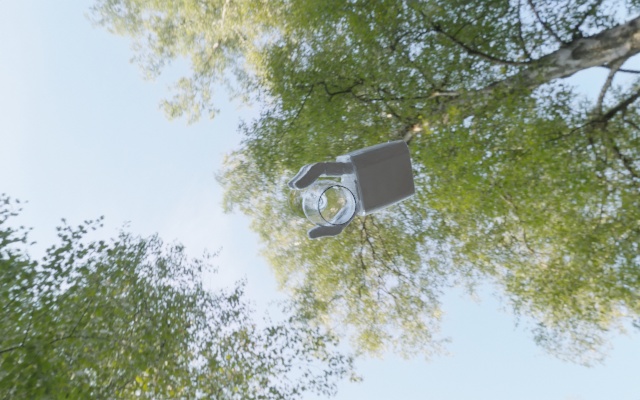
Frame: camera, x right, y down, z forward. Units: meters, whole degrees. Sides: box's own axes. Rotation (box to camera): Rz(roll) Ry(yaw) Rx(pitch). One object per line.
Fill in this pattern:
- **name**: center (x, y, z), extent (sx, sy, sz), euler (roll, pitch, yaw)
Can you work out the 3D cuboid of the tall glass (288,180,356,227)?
- **tall glass**: center (0.000, 0.003, 0.823), extent (0.079, 0.079, 0.201), euler (0, 3, -15)
